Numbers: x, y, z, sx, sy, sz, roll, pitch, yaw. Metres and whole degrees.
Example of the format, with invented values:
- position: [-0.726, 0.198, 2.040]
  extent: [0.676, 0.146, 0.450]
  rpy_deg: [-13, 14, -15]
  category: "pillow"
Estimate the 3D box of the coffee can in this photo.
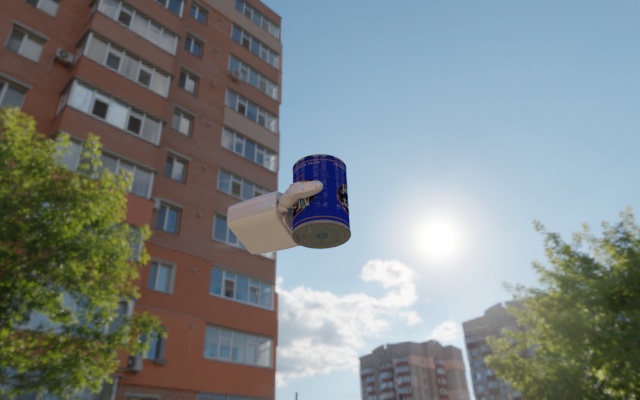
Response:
- position: [0.000, 0.003, 0.859]
  extent: [0.103, 0.140, 0.103]
  rpy_deg: [-1, -30, -1]
  category: "coffee can"
